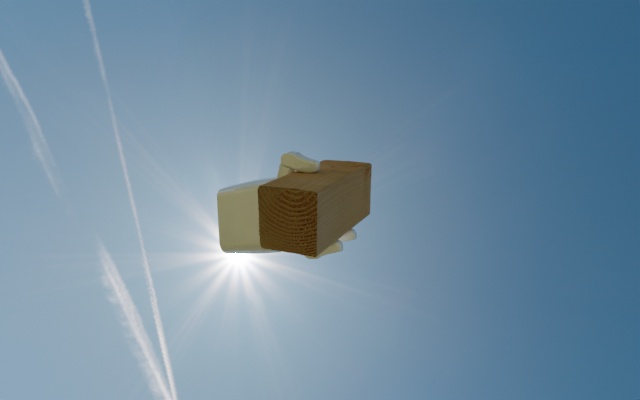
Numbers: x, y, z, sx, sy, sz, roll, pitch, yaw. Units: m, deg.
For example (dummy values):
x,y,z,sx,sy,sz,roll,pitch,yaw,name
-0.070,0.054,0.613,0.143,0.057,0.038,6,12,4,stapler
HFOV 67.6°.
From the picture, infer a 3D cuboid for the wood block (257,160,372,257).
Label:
x,y,z,sx,sy,sz,roll,pitch,yaw,name
0.000,0.002,0.713,0.090,0.091,0.206,7,17,24,wood block
